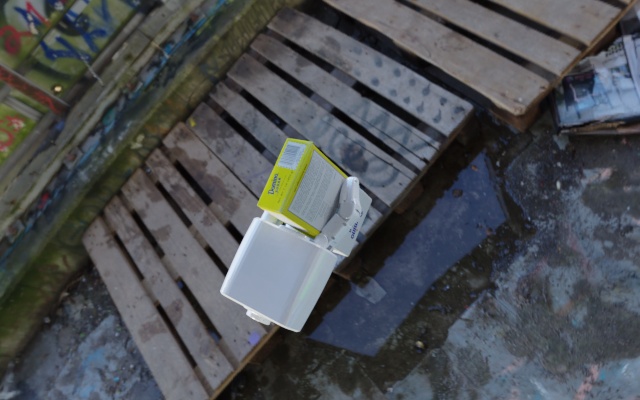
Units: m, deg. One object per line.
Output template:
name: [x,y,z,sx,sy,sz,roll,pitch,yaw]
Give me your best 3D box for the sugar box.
sugar box: [0.000,0.002,0.618,0.048,0.093,0.176,17,-13,33]
